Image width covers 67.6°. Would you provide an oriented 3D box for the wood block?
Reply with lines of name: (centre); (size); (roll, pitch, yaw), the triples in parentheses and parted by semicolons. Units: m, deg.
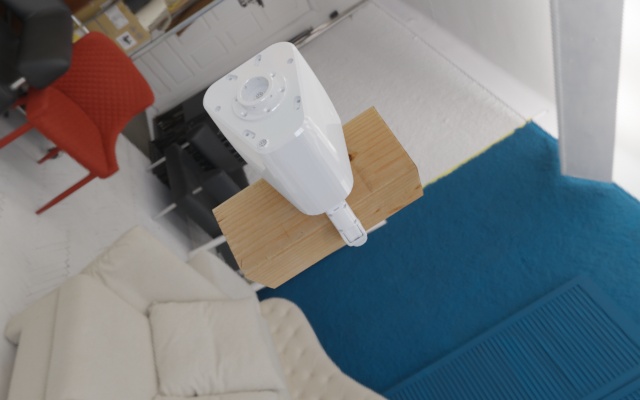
wood block: (0.000, 0.002, 0.532); (0.206, 0.090, 0.090); (-32, -24, 4)
